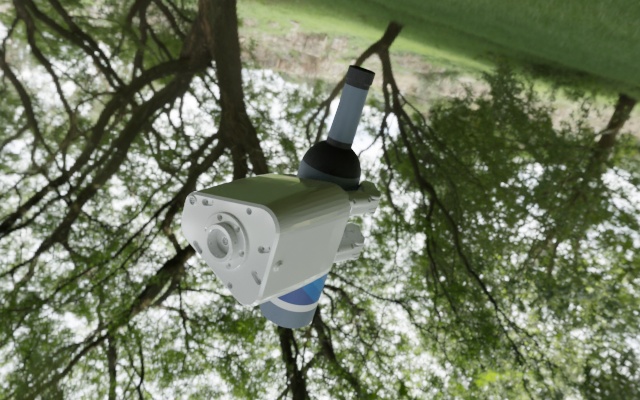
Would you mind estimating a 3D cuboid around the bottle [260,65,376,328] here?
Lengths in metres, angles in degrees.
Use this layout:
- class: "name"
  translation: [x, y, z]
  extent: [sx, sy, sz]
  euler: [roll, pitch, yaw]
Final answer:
- class: "bottle"
  translation: [0.000, 0.002, 0.521]
  extent: [0.069, 0.296, 0.069]
  euler: [15, 21, -6]
